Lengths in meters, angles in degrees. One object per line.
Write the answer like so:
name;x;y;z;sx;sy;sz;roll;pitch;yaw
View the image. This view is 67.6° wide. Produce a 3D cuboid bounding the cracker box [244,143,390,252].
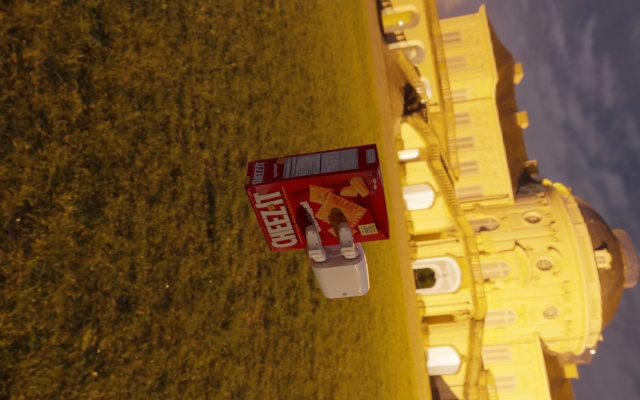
cracker box;0.000;0.002;0.796;0.214;0.164;0.072;-7;43;9
